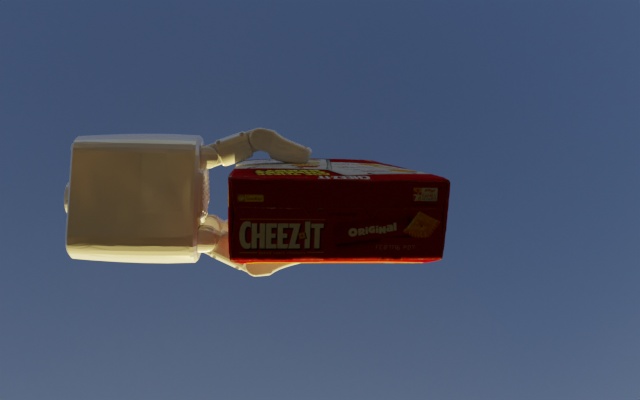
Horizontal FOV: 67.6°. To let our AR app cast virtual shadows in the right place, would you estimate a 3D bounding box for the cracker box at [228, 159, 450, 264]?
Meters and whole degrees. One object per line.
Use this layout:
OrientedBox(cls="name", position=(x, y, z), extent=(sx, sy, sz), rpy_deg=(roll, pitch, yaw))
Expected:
OrientedBox(cls="cracker box", position=(0.000, 0.001, 0.447), extent=(0.164, 0.072, 0.213), rpy_deg=(0, 8, -8))
